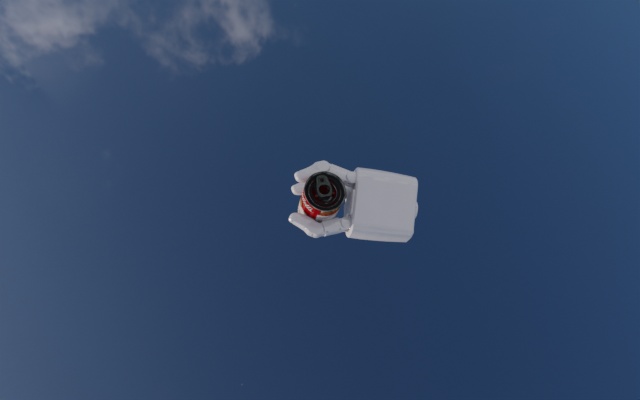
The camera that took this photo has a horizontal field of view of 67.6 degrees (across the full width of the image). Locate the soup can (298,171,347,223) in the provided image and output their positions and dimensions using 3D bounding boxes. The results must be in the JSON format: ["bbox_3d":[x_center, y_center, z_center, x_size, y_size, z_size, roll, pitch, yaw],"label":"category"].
[{"bbox_3d":[0.000,0.003,0.795,0.068,0.068,0.102,0,-21,-9],"label":"soup can"}]
